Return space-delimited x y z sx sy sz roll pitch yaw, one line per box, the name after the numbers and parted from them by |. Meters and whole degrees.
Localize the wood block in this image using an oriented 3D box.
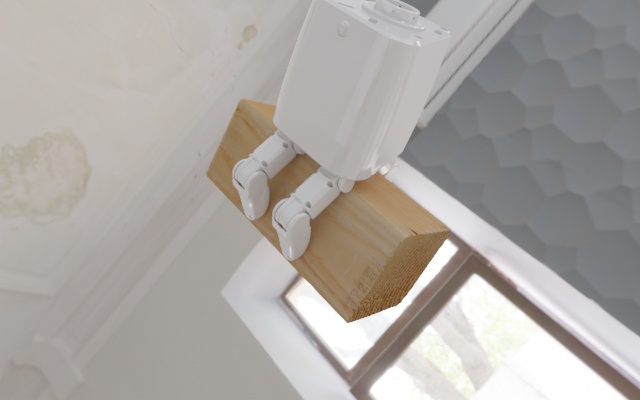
0.000 0.001 0.436 0.206 0.090 0.091 42 24 30 | wood block
